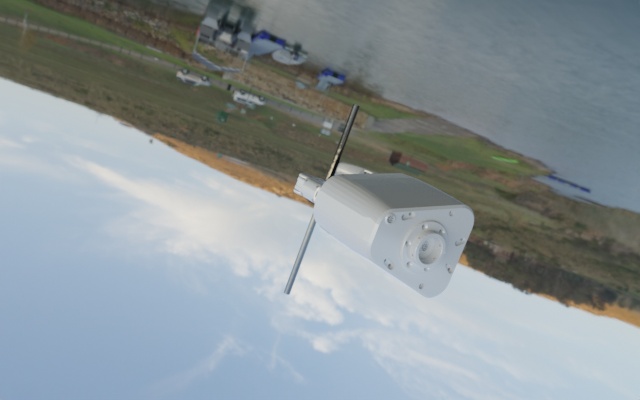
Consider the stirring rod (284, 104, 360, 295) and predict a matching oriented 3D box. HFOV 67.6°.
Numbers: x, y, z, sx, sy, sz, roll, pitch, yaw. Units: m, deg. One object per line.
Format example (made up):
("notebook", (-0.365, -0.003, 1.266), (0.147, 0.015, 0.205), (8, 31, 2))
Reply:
("stirring rod", (0.000, 0.002, 0.567), (0.011, 0.239, 0.011), (20, 8, -3))
